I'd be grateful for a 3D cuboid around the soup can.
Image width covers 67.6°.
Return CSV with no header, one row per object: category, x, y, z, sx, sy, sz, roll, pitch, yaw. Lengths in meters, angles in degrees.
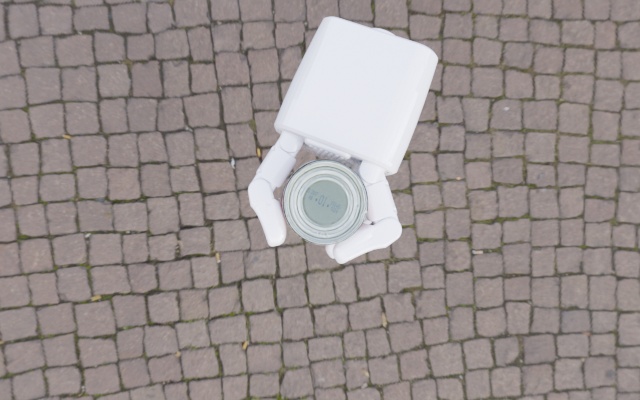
soup can,0.000,0.002,0.413,0.068,0.068,0.102,0,0,-5
